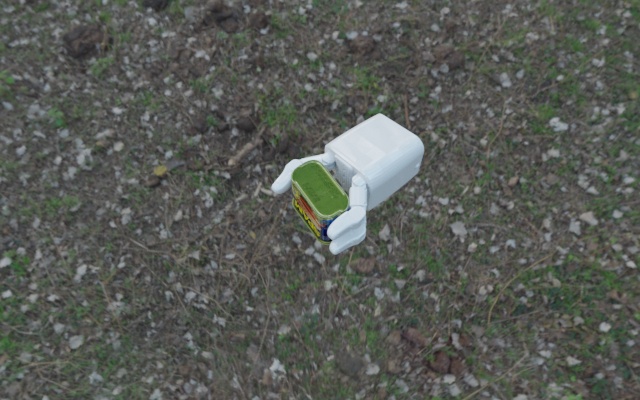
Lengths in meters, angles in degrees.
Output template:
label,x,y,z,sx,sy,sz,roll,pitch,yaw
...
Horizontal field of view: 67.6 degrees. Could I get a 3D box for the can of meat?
label,x,y,z,sx,sy,sz,roll,pitch,yaw
can of meat,0.000,0.002,0.694,0.057,0.102,0.084,-31,-25,-14
